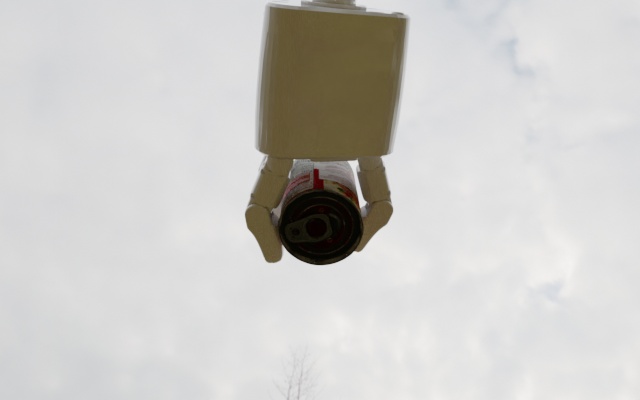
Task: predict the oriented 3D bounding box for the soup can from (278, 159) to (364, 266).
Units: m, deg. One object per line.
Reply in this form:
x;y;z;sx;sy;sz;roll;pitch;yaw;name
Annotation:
0.000;0.002;0.422;0.068;0.068;0.102;0;25;0;soup can
